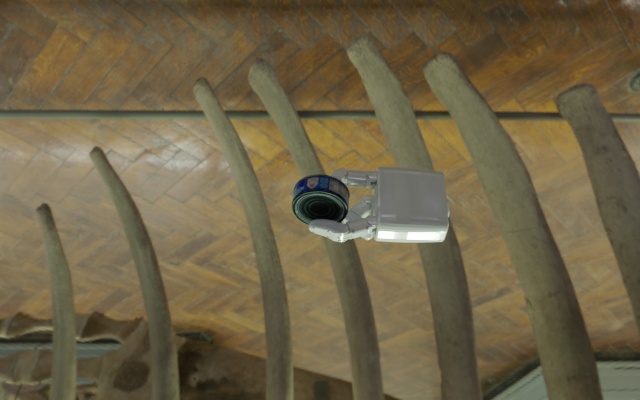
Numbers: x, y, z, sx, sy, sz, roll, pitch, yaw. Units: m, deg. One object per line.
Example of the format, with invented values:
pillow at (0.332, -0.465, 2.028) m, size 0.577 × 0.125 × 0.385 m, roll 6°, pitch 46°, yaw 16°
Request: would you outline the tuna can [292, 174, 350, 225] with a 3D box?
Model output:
tuna can at (0.000, 0.003, 0.714) m, size 0.086 × 0.033 × 0.086 m, roll 4°, pitch -41°, yaw 3°
